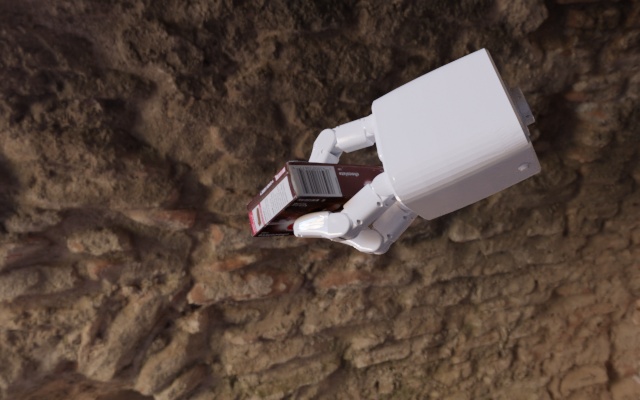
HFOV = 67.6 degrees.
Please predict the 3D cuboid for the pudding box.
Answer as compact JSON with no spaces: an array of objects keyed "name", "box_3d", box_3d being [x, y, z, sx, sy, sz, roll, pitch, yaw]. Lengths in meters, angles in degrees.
[{"name":"pudding box","box_3d":[0.000,0.001,0.451,0.113,0.039,0.090,2,-27,-33]}]
